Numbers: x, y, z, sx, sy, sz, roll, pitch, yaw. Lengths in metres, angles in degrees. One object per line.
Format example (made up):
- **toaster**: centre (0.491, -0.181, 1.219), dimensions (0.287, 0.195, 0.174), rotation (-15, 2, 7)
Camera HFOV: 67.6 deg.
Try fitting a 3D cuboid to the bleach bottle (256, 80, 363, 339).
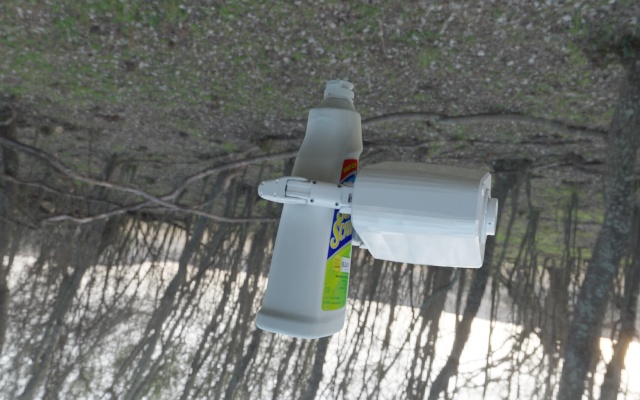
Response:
- **bleach bottle**: centre (0.000, 0.002, 0.475), dimensions (0.068, 0.251, 0.102), rotation (5, -6, 24)
